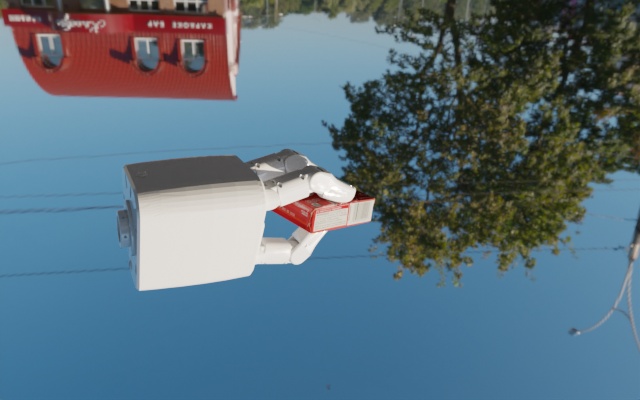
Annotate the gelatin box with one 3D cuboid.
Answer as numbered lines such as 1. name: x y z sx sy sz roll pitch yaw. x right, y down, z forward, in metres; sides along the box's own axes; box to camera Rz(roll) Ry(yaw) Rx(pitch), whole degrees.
1. gelatin box: 0.000 0.002 0.498 0.089 0.030 0.073 -8 26 -41
